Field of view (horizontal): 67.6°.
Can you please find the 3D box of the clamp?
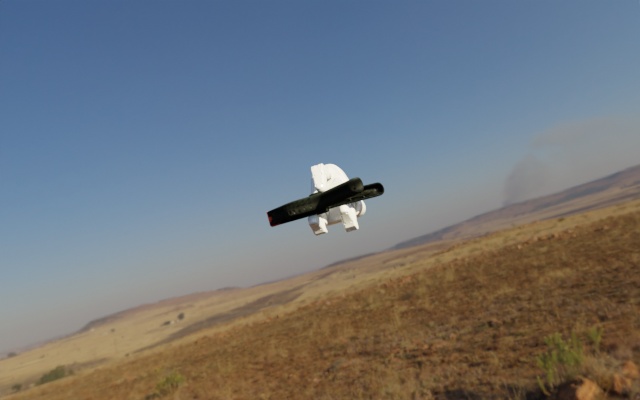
[{"bbox_3d":[-0.001,0.002,0.817,0.210,0.036,0.164,-17,-8,12],"label":"clamp"}]
